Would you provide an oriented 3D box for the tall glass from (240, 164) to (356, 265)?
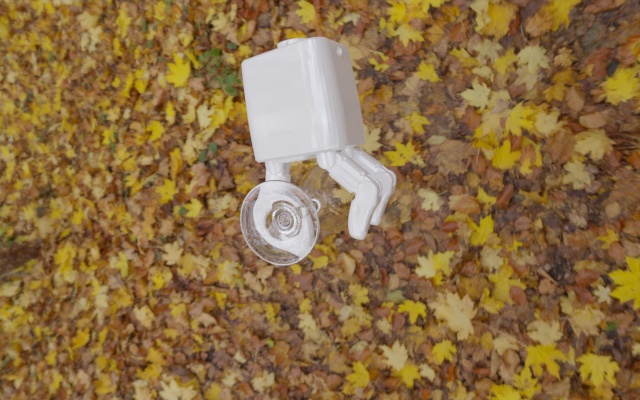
[{"bbox_3d":[0.000,0.002,0.493,0.079,0.079,0.201,0,10,22],"label":"tall glass"}]
